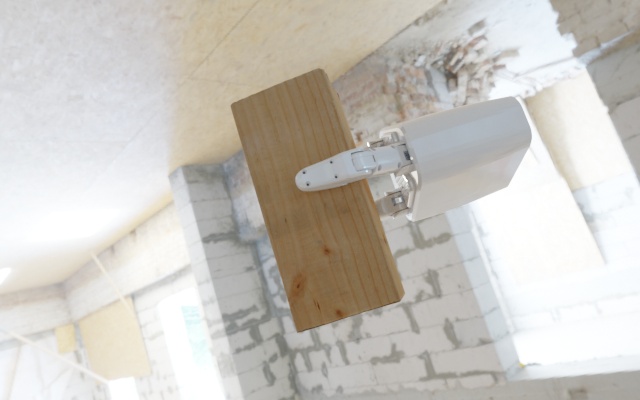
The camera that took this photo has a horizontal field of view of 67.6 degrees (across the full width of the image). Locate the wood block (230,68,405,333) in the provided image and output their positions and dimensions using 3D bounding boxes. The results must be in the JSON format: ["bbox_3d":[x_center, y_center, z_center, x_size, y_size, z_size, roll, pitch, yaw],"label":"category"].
[{"bbox_3d":[0.000,0.001,0.437,0.090,0.206,0.091,-20,-10,10],"label":"wood block"}]
